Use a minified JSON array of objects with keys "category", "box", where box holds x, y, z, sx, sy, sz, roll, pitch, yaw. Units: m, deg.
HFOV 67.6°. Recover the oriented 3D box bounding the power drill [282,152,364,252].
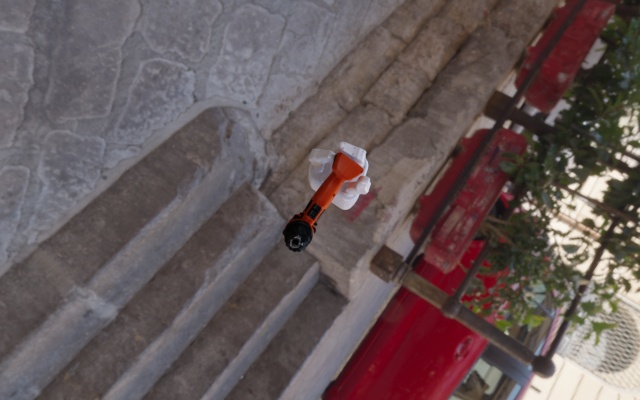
[{"category":"power drill","box":[0.000,0.002,0.853,0.057,0.187,0.184,37,5,-5]}]
